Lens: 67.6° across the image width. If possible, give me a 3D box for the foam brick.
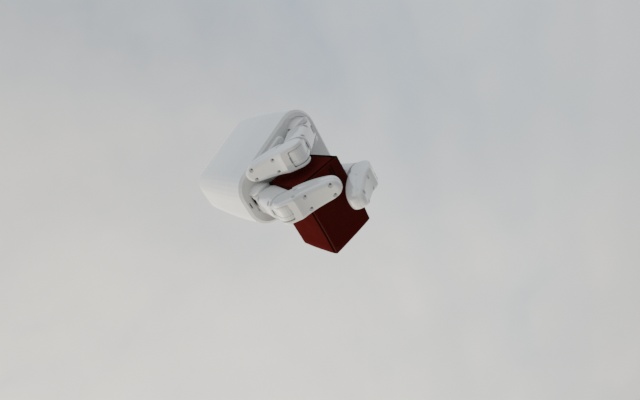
[{"bbox_3d":[0.000,0.002,0.455,0.053,0.078,0.051,-42,28,-25],"label":"foam brick"}]
